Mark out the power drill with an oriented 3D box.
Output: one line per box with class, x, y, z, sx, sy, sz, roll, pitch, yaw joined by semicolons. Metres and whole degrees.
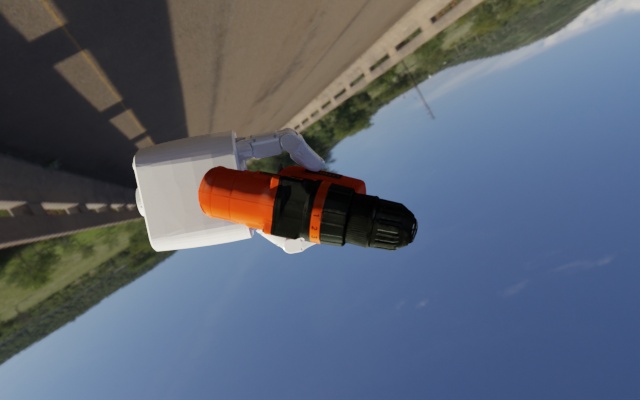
power drill;0.000;0.001;0.464;0.184;0.057;0.187;13;5;9
